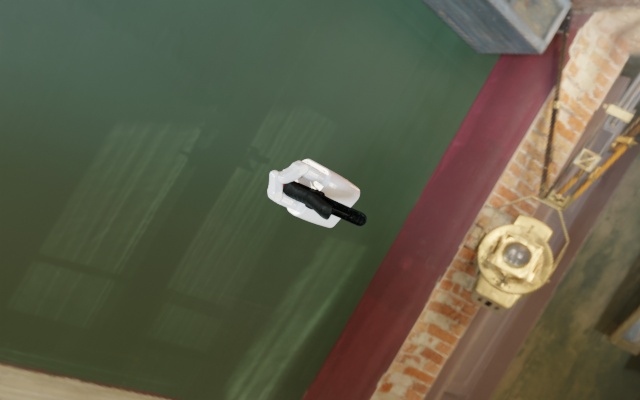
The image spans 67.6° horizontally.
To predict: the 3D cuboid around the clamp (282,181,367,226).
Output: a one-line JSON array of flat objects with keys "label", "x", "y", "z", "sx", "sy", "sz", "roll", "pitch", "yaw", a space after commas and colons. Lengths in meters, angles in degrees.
[{"label": "clamp", "x": 0.000, "y": 0.003, "z": 0.854, "sx": 0.120, "sy": 0.039, "sz": 0.171, "roll": 24, "pitch": 6, "yaw": -45}]
